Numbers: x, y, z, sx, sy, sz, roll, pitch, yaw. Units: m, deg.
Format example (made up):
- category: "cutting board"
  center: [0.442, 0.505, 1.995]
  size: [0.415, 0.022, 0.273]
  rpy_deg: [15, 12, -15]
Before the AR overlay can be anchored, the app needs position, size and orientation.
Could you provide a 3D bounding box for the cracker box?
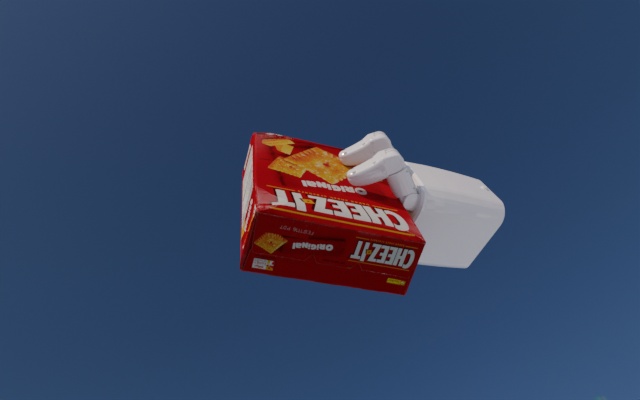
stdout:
- category: "cracker box"
  center: [0.000, 0.002, 0.521]
  size: [0.164, 0.072, 0.213]
  rpy_deg: [11, 24, -14]
